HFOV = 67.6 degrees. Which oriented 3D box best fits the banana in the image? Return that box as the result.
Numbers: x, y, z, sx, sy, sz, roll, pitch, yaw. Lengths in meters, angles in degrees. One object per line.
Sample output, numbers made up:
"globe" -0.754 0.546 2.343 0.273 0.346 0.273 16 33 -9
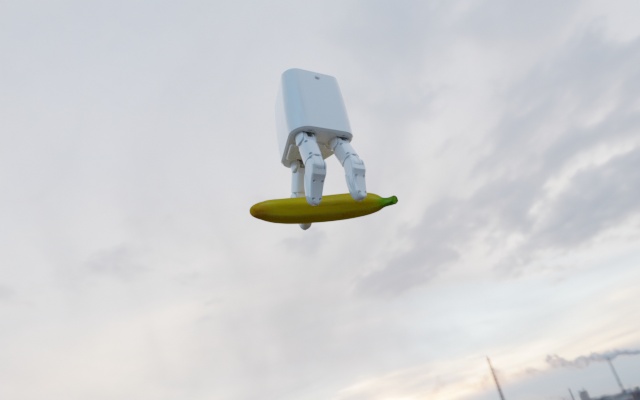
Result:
"banana" 0.002 0.008 0.658 0.198 0.037 0.070 -6 -18 -8
